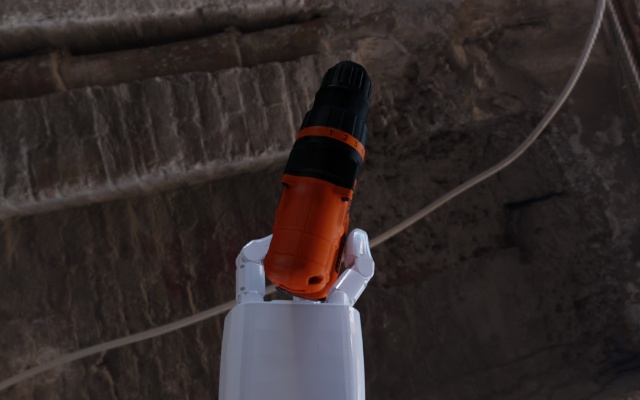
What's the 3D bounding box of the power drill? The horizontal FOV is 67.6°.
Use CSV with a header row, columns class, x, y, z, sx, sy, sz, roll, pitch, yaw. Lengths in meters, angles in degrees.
class,x,y,z,sx,sy,sz,roll,pitch,yaw
power drill,0.000,0.002,0.409,0.057,0.184,0.188,15,-22,6
